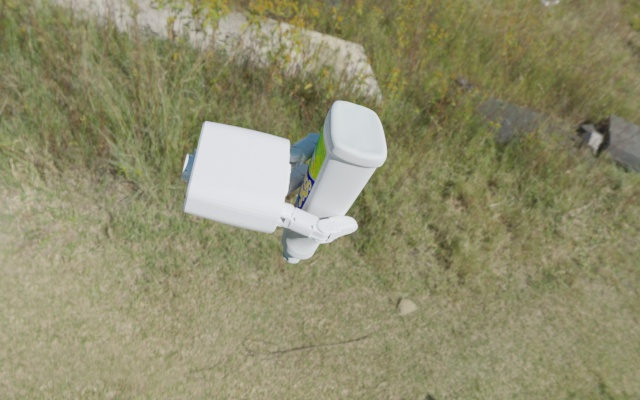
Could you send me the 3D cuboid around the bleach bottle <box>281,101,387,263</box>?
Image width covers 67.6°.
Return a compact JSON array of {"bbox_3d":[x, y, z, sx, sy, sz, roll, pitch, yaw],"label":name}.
[{"bbox_3d":[0.000,0.002,0.611,0.068,0.102,0.251,14,-47,-14],"label":"bleach bottle"}]
